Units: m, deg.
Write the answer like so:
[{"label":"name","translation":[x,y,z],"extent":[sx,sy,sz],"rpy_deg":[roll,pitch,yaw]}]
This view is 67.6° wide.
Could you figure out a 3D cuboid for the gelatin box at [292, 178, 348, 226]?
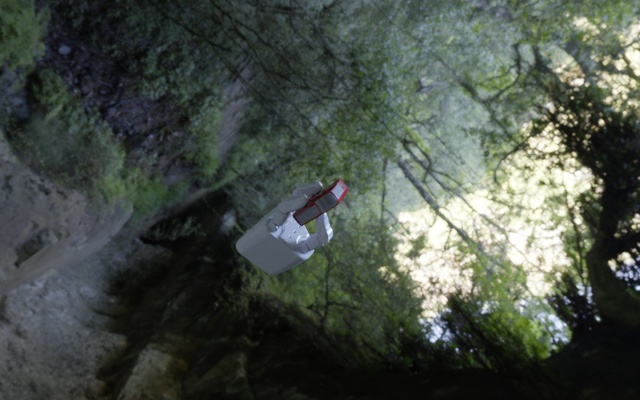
[{"label":"gelatin box","translation":[0.001,0.003,0.846],"extent":[0.089,0.030,0.073],"rpy_deg":[-32,8,25]}]
